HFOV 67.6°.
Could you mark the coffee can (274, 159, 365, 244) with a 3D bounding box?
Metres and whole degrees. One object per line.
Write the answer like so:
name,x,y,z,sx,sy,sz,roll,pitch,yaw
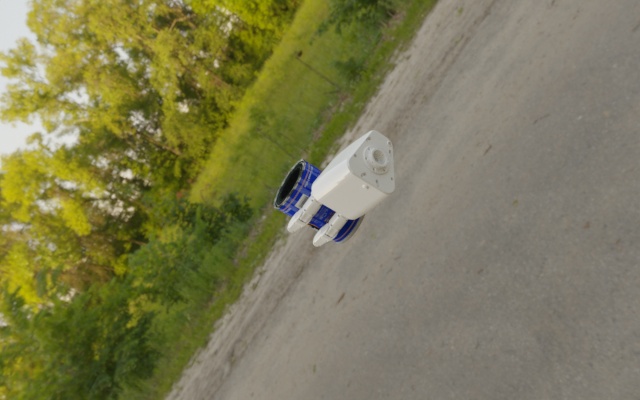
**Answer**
coffee can,0.000,0.003,0.877,0.140,0.103,0.103,30,-10,-17
